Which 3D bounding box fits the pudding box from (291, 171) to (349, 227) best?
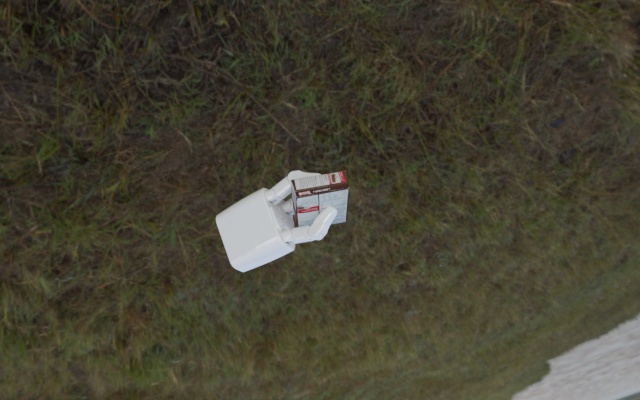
[{"bbox_3d":[0.000,0.003,0.795,0.090,0.039,0.114,-11,-30,-7],"label":"pudding box"}]
